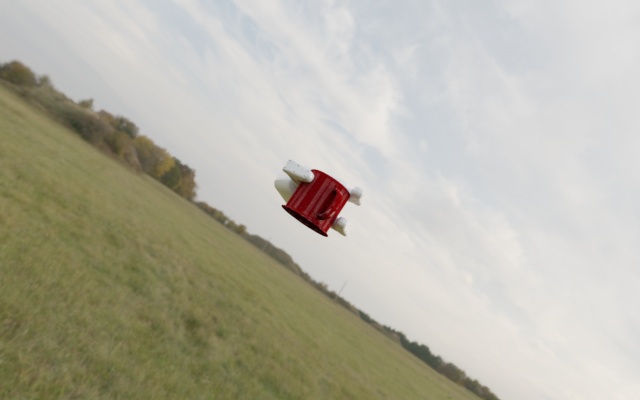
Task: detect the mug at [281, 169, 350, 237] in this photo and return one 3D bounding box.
[{"bbox_3d":[0.001,0.002,0.779,0.093,0.081,0.117,38,-10,-19],"label":"mug"}]
